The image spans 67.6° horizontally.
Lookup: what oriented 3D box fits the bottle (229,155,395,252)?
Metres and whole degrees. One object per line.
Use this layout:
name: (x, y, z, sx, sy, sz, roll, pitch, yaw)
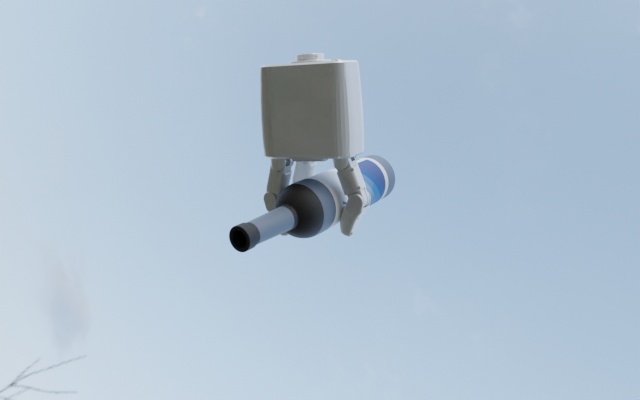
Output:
bottle: (0.000, 0.002, 0.583, 0.069, 0.069, 0.295, 0, 14, 34)
